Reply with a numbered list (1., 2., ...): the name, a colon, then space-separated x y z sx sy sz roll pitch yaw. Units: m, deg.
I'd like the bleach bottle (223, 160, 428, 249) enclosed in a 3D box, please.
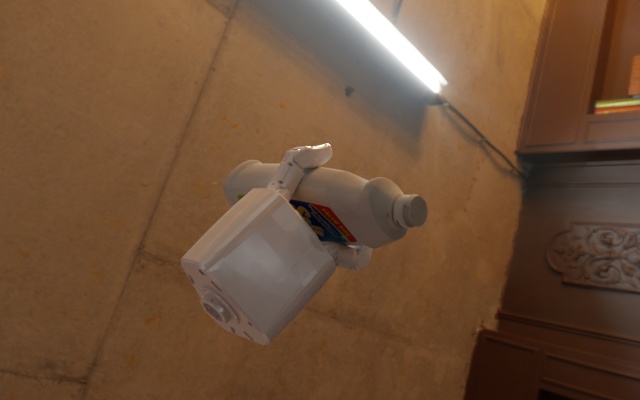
1. bleach bottle: 0.000 0.002 0.523 0.251 0.103 0.068 1 39 47
